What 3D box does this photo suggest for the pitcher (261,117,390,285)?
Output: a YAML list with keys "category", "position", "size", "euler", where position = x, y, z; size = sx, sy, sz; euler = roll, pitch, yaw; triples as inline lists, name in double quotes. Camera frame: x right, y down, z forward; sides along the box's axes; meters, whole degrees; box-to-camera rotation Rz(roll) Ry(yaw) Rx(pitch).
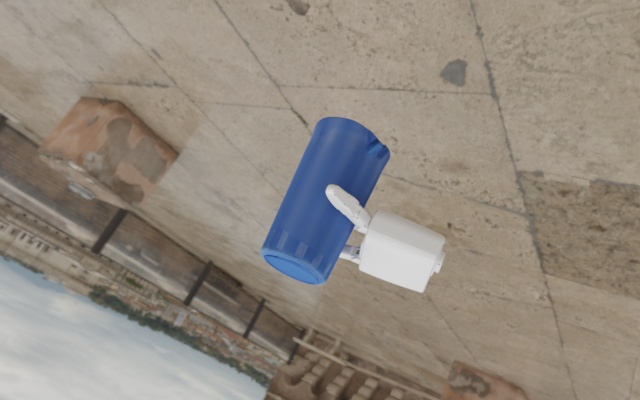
- category: "pitcher"
  position: [0.000, 0.002, 0.750]
  size: [0.145, 0.242, 0.149]
  euler: [21, -22, 13]
